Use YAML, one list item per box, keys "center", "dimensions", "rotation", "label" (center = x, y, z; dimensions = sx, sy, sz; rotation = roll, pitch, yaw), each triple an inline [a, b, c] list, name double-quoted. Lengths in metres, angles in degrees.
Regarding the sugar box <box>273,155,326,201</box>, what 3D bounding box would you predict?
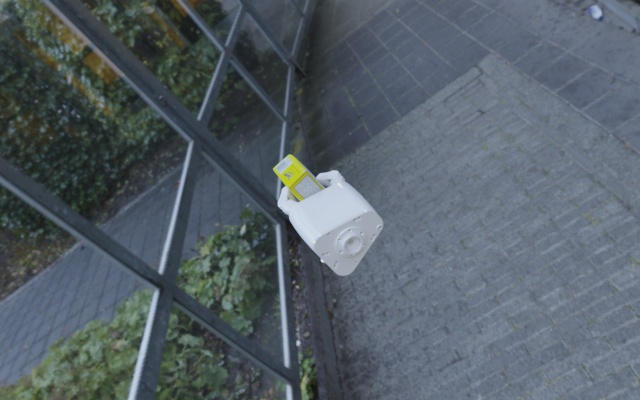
- center: [0.000, 0.003, 0.821]
  dimensions: [0.176, 0.048, 0.093]
  rotation: [48, 0, -31]
  label: "sugar box"
